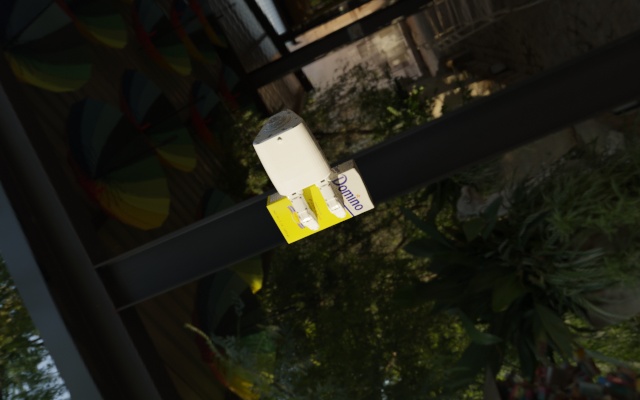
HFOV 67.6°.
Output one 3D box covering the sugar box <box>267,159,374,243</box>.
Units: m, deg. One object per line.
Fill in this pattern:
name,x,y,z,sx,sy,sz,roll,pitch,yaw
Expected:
sugar box,0.000,0.003,0.880,0.176,0.093,0.048,-23,27,11
